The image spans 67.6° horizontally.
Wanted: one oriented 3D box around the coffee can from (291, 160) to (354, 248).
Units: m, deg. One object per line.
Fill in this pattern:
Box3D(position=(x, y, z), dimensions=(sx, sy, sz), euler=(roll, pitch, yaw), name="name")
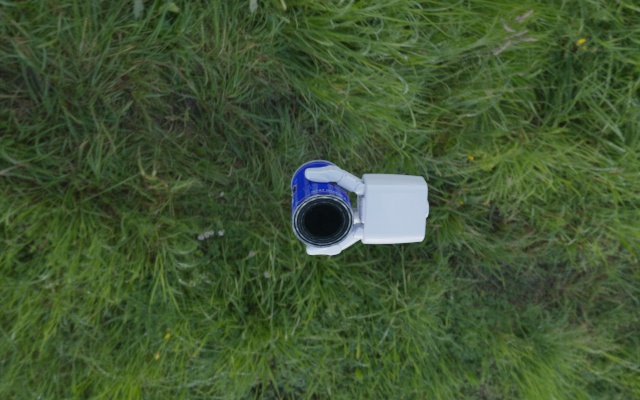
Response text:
Box3D(position=(0.000, 0.003, 0.839), dimensions=(0.103, 0.103, 0.140), euler=(0, 28, -4), name="coffee can")
